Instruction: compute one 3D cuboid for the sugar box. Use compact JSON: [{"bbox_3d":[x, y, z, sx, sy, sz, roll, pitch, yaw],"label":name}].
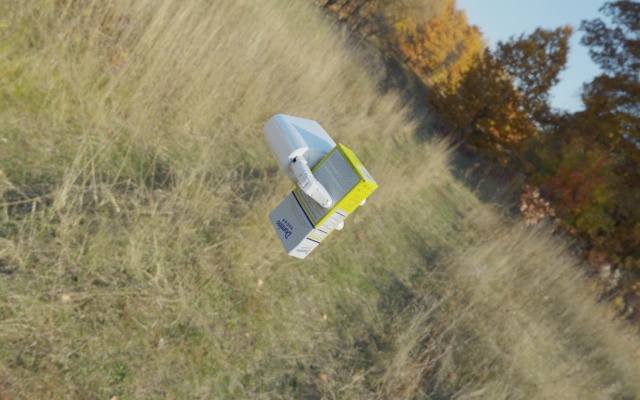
[{"bbox_3d":[0.000,0.003,0.773,0.048,0.176,0.093,23,28,-47],"label":"sugar box"}]
